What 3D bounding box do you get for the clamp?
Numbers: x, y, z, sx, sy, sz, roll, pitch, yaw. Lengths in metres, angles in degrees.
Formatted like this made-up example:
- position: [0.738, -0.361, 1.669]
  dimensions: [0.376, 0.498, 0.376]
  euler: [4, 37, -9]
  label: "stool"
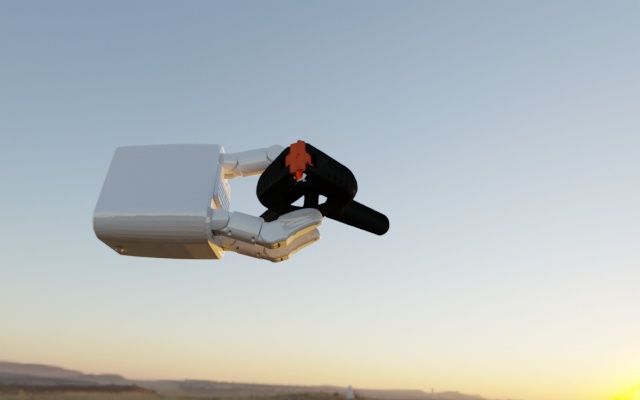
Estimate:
- position: [0.000, 0.001, 0.478]
  dimensions: [0.164, 0.036, 0.210]
  euler: [-2, -21, -3]
  label: "clamp"
